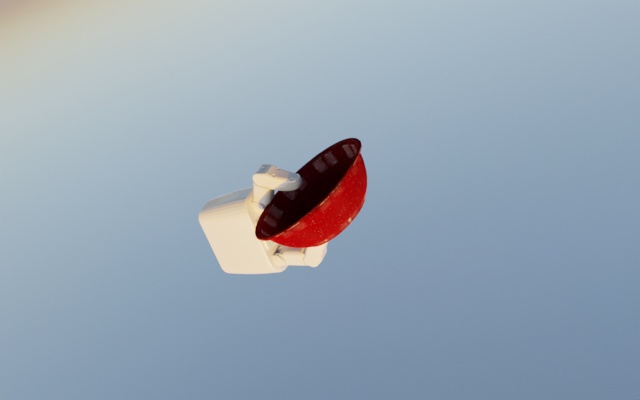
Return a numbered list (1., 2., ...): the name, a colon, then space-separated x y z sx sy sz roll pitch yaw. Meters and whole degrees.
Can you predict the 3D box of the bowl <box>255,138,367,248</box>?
1. bowl: 0.001 0.002 0.553 0.055 0.162 0.162 46 -18 -18
